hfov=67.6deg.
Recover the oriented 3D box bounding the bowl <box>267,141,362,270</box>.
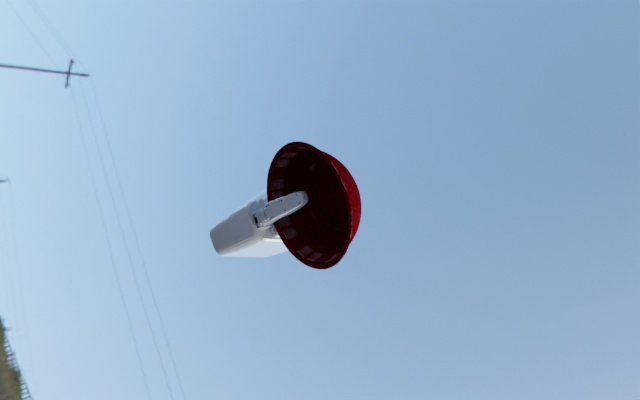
[{"bbox_3d":[0.001,0.002,0.603,0.055,0.162,0.162,-17,10,-38],"label":"bowl"}]
